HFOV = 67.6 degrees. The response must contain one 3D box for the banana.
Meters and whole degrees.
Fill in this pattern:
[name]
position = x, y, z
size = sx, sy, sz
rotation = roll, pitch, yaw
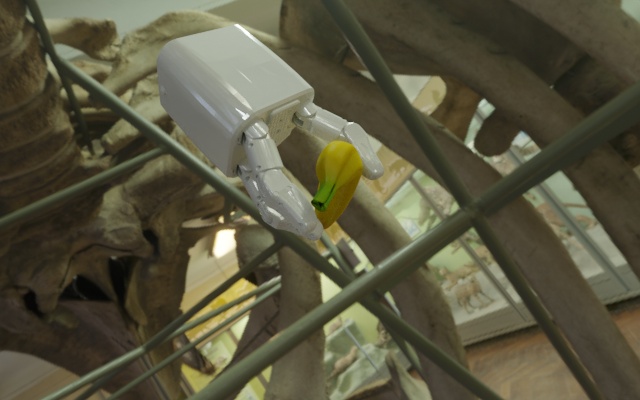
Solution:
[banana]
position = 0.011, -0.014, 0.442
size = 0.037, 0.069, 0.198
rotation = 35, -6, 7
